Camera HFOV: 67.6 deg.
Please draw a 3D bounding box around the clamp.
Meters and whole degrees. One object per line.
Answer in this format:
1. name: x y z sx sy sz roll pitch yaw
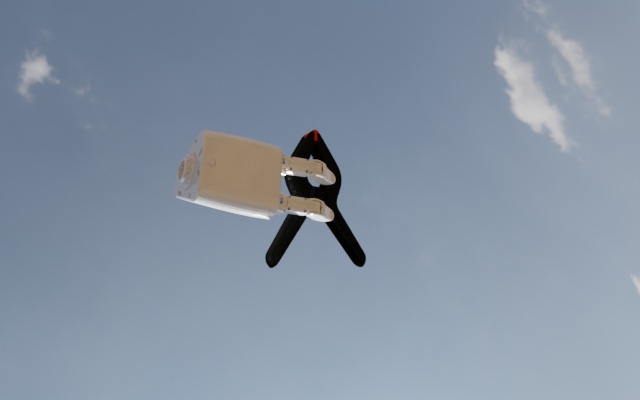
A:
1. clamp: -0.001 0.002 0.699 0.164 0.210 0.036 13 -19 -33
